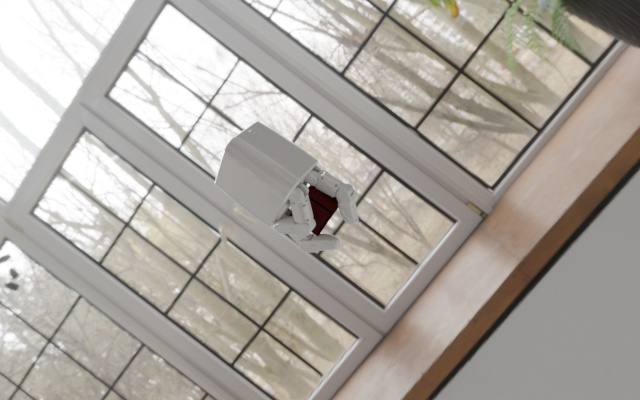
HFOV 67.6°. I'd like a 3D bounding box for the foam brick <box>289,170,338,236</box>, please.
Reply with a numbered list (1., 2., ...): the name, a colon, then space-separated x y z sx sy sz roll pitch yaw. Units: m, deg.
1. foam brick: 0.000 0.002 0.697 0.051 0.053 0.078 34 36 3
